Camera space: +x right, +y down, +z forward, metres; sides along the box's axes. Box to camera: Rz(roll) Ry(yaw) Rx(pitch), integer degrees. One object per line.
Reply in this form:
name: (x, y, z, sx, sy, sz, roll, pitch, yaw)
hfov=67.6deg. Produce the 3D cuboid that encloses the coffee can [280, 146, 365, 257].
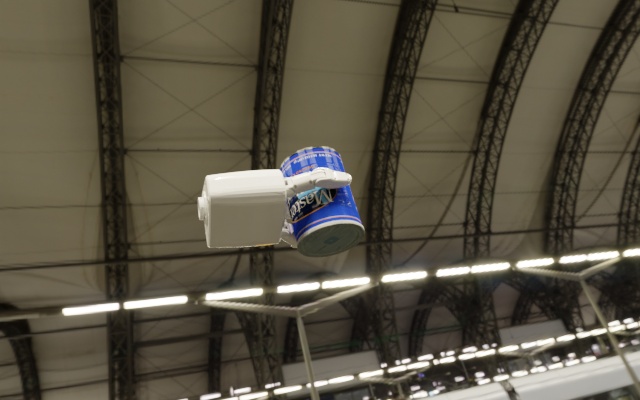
coffee can: (0.000, 0.002, 0.736, 0.103, 0.140, 0.103, -11, -30, -7)
